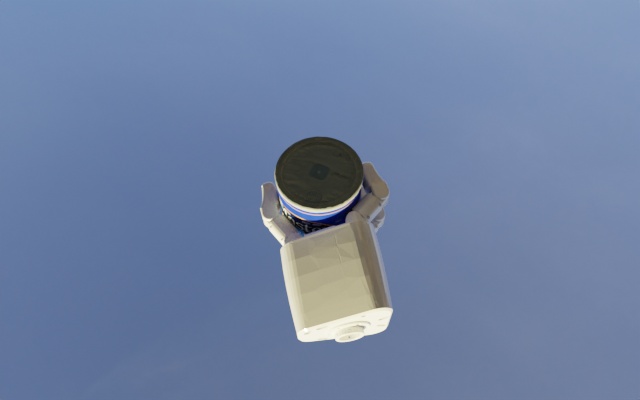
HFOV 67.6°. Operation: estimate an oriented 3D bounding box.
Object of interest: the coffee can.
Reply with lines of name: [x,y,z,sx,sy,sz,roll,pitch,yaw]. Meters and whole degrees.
coffee can: [0.000,0.002,0.607,0.103,0.102,0.140,0,-31,2]
